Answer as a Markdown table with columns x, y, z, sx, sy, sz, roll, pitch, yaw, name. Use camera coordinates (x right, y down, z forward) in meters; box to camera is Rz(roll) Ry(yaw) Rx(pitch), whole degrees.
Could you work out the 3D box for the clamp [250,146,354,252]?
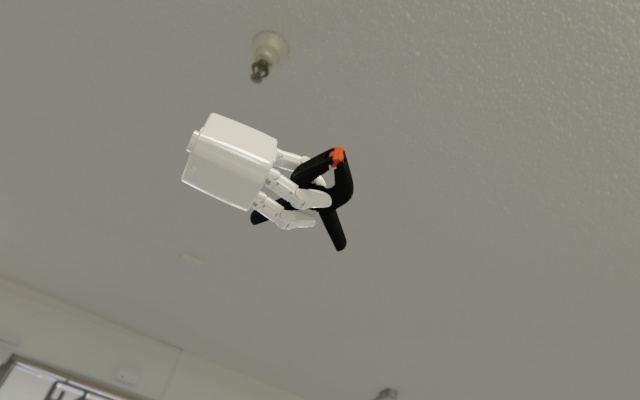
| x | y | z | sx | sy | sz | roll | pitch | yaw | name |
| --- | --- | --- | --- | --- | --- | --- | --- | --- | --- |
| 0.000 | 0.001 | 0.726 | 0.164 | 0.036 | 0.210 | 22 | -43 | -14 | clamp |
